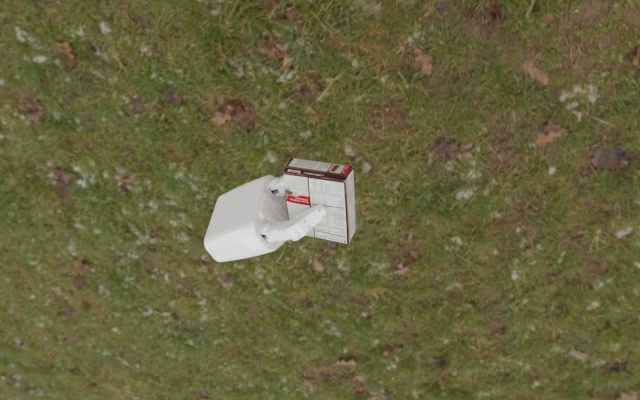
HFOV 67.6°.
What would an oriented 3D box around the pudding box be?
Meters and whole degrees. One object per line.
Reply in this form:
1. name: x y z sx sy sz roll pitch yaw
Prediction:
1. pudding box: 0.000 0.002 0.648 0.090 0.114 0.039 9 41 17
